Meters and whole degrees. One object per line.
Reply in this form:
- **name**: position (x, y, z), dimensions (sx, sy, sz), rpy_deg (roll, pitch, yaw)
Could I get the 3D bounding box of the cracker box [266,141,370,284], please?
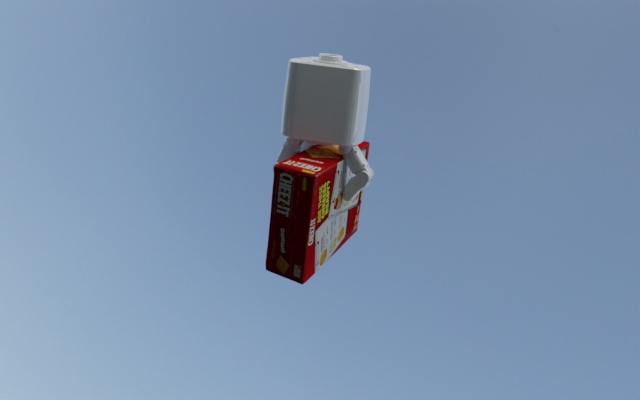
- **cracker box**: position (0.000, 0.002, 0.728), dimensions (0.072, 0.164, 0.213), rpy_deg (16, 24, 21)
